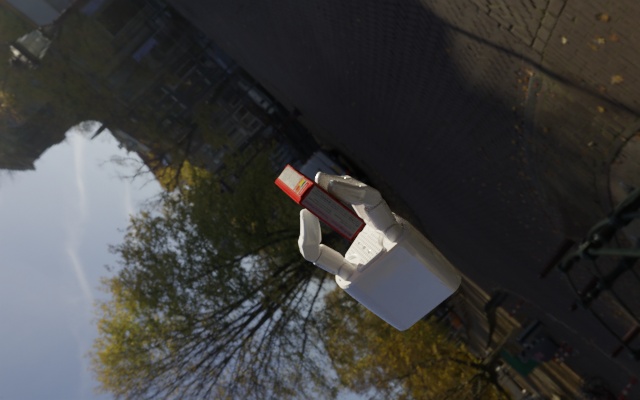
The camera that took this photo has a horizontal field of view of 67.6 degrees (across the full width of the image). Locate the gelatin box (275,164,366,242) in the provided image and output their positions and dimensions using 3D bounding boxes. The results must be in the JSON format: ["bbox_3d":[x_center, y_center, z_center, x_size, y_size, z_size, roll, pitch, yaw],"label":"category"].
[{"bbox_3d":[0.000,0.002,0.539,0.089,0.030,0.073,36,2,-32],"label":"gelatin box"}]
